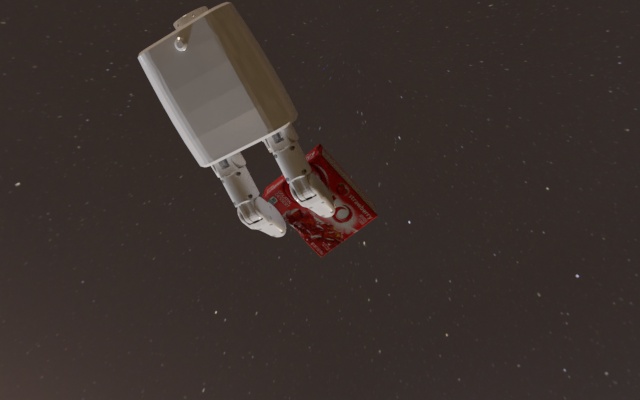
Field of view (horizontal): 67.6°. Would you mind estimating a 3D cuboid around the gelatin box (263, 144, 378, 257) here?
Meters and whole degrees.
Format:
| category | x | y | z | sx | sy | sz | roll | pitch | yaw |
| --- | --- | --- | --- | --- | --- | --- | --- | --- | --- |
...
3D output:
| category | x | y | z | sx | sy | sz | roll | pitch | yaw |
| --- | --- | --- | --- | --- | --- | --- | --- | --- | --- |
| gelatin box | 0.000 | 0.002 | 0.470 | 0.073 | 0.089 | 0.030 | -38 | 19 | 16 |
